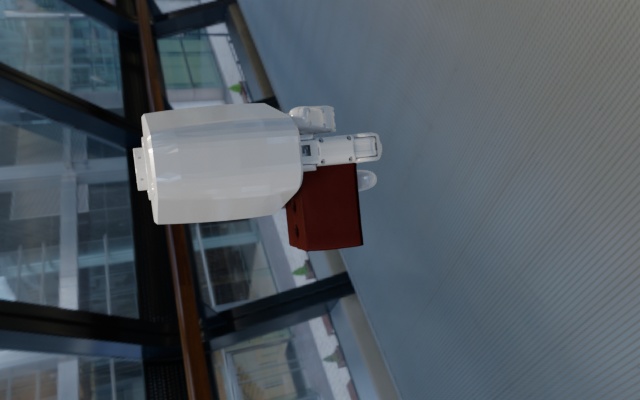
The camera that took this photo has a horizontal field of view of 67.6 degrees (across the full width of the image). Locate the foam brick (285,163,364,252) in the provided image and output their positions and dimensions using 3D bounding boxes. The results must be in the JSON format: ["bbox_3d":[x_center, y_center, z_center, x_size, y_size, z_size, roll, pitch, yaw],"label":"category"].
[{"bbox_3d":[0.000,0.002,0.410,0.051,0.078,0.053,-7,4,-21],"label":"foam brick"}]
